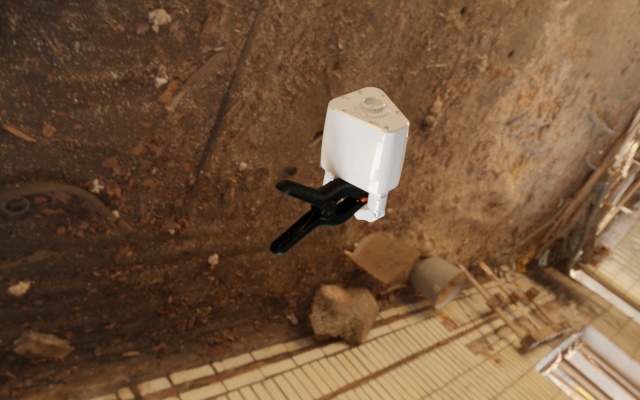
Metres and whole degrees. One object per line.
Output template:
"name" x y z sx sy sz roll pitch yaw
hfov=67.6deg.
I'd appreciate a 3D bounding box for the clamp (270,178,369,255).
"clamp" 0.001 0.003 0.685 0.171 0.120 0.039 -26 51 -28
